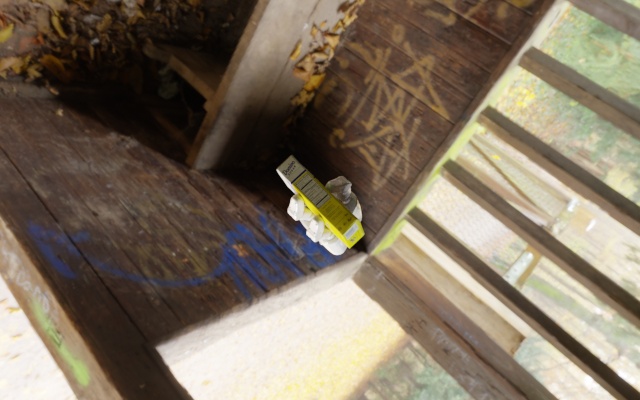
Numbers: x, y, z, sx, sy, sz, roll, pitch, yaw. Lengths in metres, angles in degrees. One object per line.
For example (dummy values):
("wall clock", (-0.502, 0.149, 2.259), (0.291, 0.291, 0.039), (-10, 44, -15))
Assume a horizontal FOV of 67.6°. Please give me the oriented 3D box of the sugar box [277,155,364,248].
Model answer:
("sugar box", (0.000, 0.003, 0.861), (0.176, 0.048, 0.093), (42, -7, 22))
